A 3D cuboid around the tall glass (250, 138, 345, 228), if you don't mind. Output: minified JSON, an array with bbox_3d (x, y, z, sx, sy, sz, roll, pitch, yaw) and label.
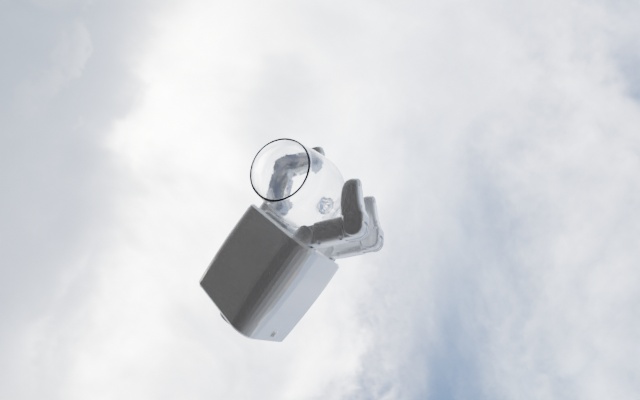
[{"bbox_3d":[0.000,0.002,0.517,0.079,0.079,0.201,0,-18,23],"label":"tall glass"}]
